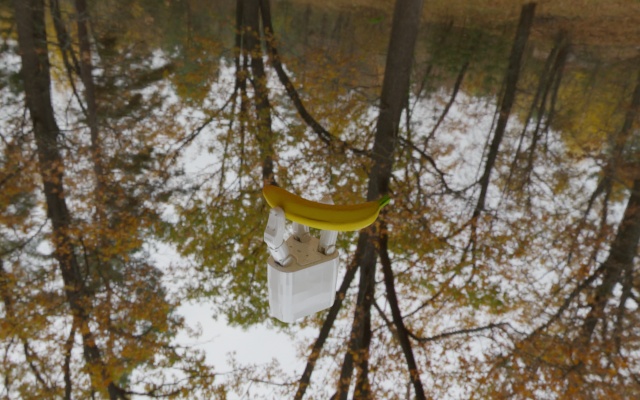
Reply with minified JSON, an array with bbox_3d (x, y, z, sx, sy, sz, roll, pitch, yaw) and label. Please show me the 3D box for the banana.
[{"bbox_3d":[-0.002,0.012,0.695,0.198,0.037,0.069,7,33,15],"label":"banana"}]
